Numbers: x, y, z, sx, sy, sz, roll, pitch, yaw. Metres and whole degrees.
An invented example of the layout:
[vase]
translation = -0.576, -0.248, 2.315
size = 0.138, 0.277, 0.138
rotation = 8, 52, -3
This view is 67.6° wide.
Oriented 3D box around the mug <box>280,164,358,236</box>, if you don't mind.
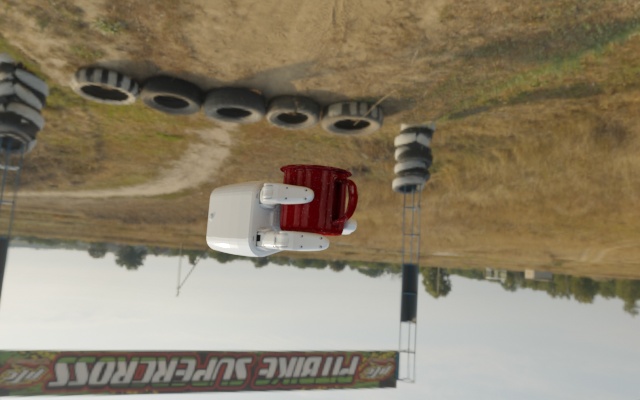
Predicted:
[mug]
translation = 0.001, 0.002, 0.603
size = 0.117, 0.081, 0.093
rotation = -1, -8, 42
